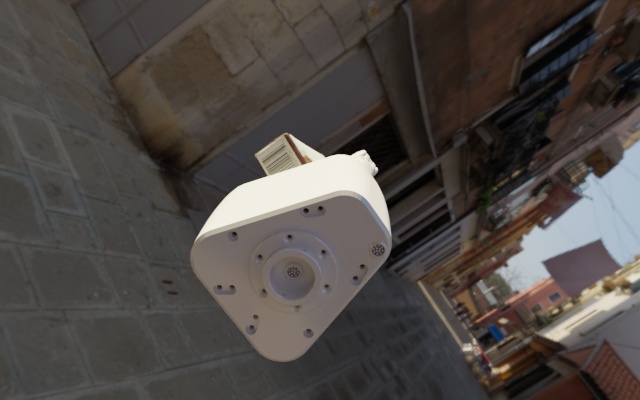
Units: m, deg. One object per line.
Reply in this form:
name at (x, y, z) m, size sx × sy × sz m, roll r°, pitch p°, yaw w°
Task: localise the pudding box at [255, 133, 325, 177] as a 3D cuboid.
pudding box at (0.000, 0.001, 0.428) m, size 0.039 × 0.113 × 0.090 m, roll -34°, pitch -18°, yaw 13°
